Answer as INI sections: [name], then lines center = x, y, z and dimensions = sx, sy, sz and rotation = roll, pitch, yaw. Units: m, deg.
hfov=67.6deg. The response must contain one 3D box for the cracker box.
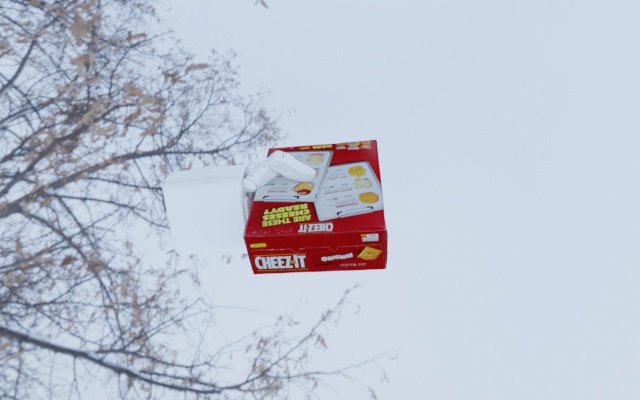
[cracker box]
center = 0.000, 0.002, 0.634
dimensions = 0.164, 0.072, 0.213
rotation = -4, 35, 6
